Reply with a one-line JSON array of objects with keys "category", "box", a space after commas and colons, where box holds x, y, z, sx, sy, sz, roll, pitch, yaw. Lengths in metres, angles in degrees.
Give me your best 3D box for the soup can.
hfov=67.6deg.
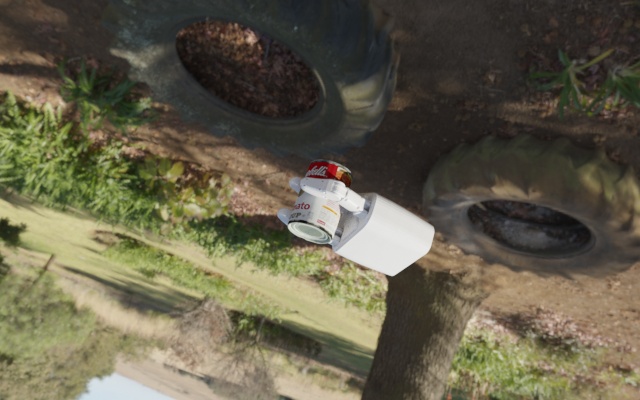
[{"category": "soup can", "box": [0.000, 0.002, 0.682, 0.068, 0.102, 0.068, 17, -24, 7]}]
